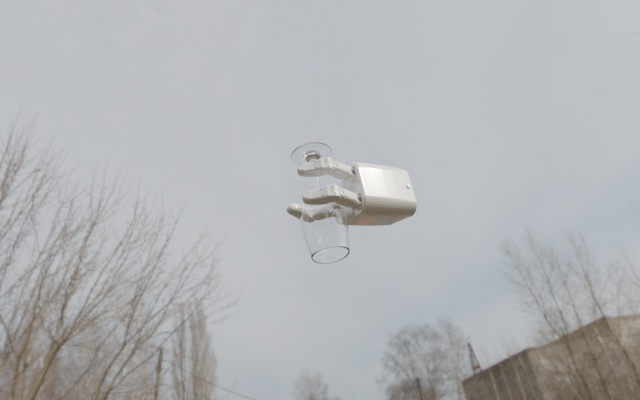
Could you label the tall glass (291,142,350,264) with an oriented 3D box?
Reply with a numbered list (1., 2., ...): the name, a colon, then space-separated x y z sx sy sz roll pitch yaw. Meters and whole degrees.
1. tall glass: 0.000 0.002 0.804 0.079 0.201 0.079 -8 -31 -5
